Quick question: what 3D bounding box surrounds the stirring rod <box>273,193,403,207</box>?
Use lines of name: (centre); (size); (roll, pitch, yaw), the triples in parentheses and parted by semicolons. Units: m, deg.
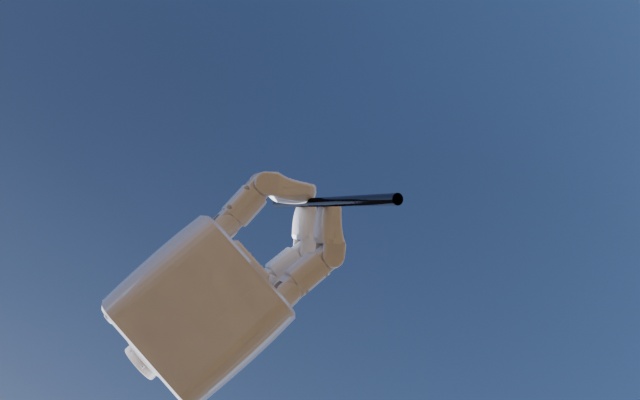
stirring rod: (0.000, 0.001, 0.406); (0.011, 0.011, 0.239); (0, -1, -23)
